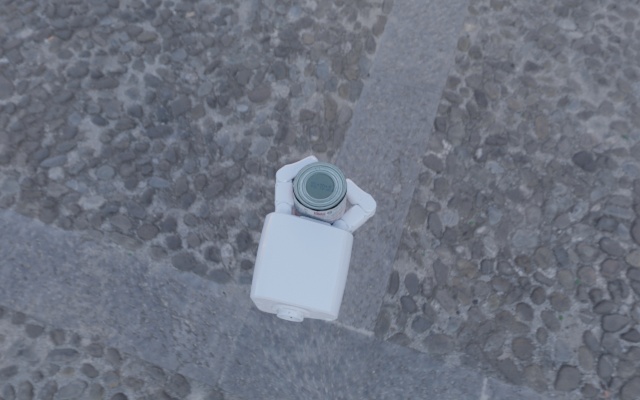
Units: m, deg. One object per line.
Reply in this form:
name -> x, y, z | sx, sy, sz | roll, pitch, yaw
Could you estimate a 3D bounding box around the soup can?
soup can -> 0.000, 0.001, 0.620 | 0.068, 0.068, 0.102 | 0, -24, 1
